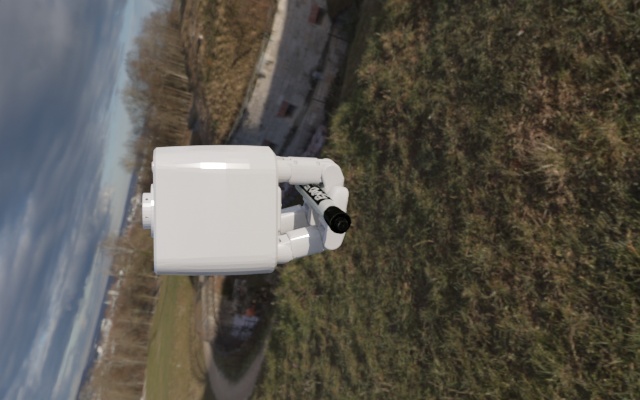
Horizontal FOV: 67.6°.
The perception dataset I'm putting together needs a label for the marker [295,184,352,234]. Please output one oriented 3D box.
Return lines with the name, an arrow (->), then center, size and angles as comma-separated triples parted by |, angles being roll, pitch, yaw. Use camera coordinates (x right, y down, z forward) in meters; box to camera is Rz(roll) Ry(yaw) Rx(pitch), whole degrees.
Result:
marker -> 0.000, 0.001, 0.431 | 0.020, 0.020, 0.121 | 0, 18, -18
